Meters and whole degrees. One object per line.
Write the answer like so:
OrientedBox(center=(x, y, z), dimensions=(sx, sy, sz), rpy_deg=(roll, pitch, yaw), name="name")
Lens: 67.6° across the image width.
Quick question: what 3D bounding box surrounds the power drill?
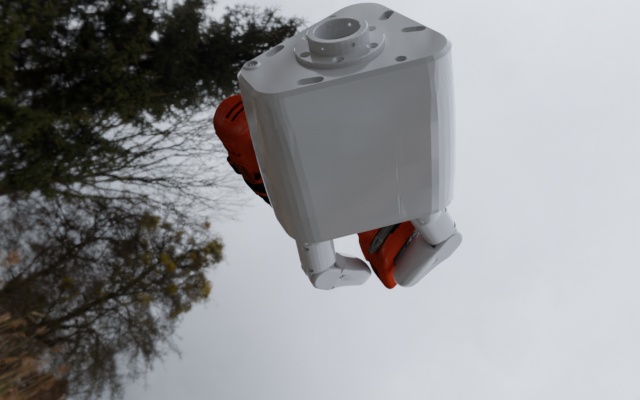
OrientedBox(center=(0.000, 0.001, 0.428), dimensions=(0.187, 0.057, 0.184), rpy_deg=(32, -12, 21), name="power drill")
